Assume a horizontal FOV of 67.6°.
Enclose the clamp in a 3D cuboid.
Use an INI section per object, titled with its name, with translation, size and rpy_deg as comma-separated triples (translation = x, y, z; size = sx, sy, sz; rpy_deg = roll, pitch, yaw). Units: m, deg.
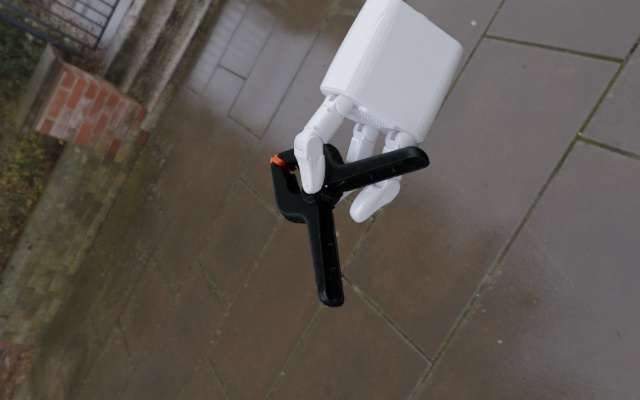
[clamp]
translation = -0.001, 0.001, 0.497
size = 0.036, 0.164, 0.210
rpy_deg = 28, -1, -39
